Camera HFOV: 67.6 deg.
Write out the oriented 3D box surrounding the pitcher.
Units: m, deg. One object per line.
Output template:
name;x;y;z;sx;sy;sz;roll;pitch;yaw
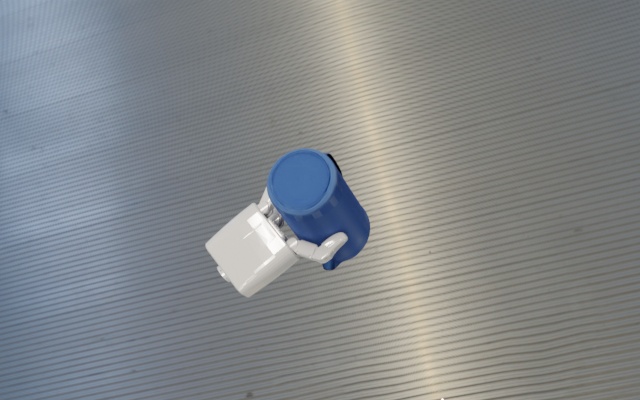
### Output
pitcher;0.000;0.003;0.799;0.145;0.149;0.243;-39;-26;-3
